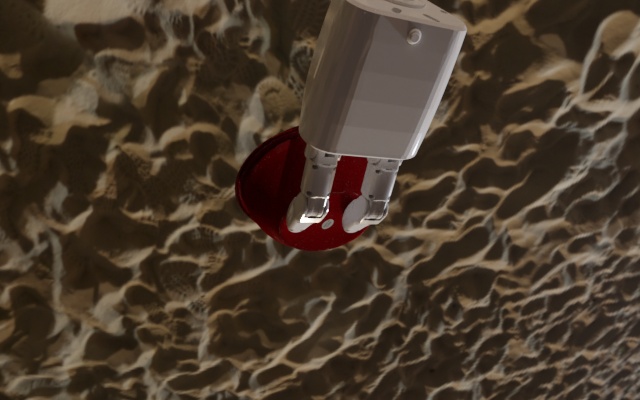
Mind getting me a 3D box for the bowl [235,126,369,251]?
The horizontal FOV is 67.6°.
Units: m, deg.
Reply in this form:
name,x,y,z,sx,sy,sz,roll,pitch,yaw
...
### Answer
name,x,y,z,sx,sy,sz,roll,pitch,yaw
bowl,0.000,0.003,0.468,0.162,0.055,0.162,-9,-38,-7
